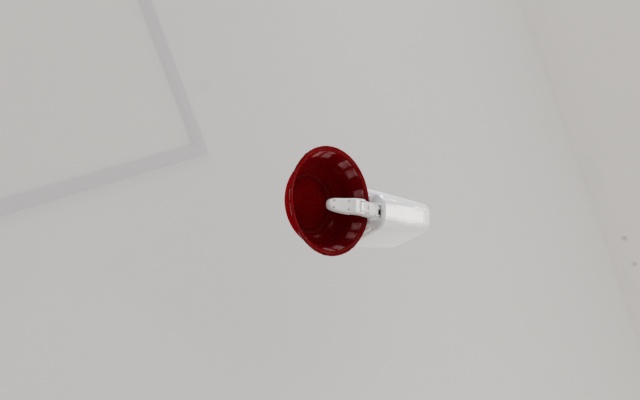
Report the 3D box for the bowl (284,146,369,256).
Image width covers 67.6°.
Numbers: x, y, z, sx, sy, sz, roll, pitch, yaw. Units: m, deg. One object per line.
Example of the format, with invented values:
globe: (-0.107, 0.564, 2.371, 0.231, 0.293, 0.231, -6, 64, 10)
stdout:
bowl: (-0.001, 0.002, 0.713, 0.162, 0.162, 0.055, 0, -5, -44)
